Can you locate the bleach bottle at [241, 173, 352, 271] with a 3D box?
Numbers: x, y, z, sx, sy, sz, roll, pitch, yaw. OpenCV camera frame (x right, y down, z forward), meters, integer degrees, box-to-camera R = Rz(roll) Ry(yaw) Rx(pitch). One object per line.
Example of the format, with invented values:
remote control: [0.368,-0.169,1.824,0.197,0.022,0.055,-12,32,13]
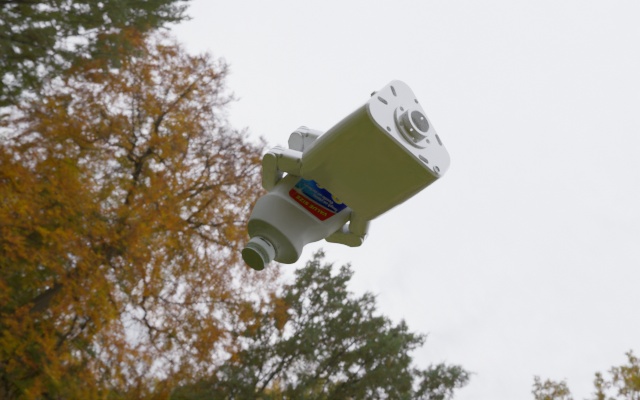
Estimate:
bleach bottle: [0.000,0.002,0.563,0.068,0.102,0.250,-34,9,45]
